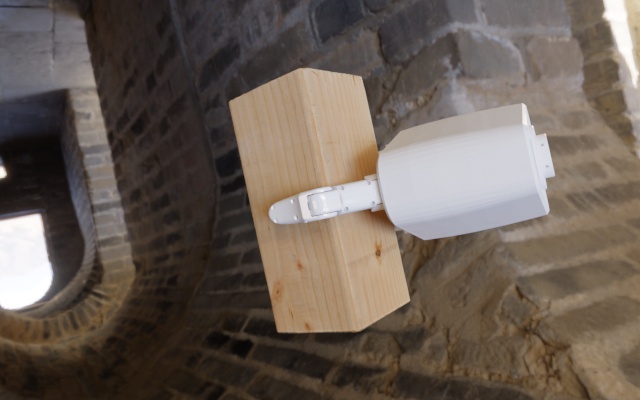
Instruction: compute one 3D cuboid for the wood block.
[{"bbox_3d":[0.000,0.001,0.421,0.090,0.206,0.091,-13,-1,38],"label":"wood block"}]
